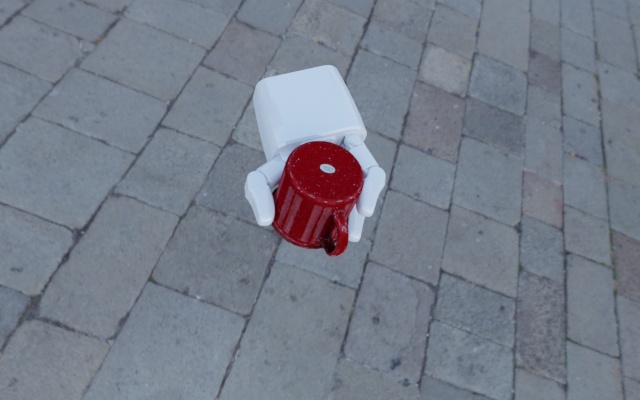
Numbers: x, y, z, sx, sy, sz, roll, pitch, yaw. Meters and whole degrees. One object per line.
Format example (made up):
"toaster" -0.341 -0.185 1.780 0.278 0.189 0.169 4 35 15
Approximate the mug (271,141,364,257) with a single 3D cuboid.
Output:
"mug" 0.000 0.003 0.495 0.093 0.117 0.081 -8 -30 -21
